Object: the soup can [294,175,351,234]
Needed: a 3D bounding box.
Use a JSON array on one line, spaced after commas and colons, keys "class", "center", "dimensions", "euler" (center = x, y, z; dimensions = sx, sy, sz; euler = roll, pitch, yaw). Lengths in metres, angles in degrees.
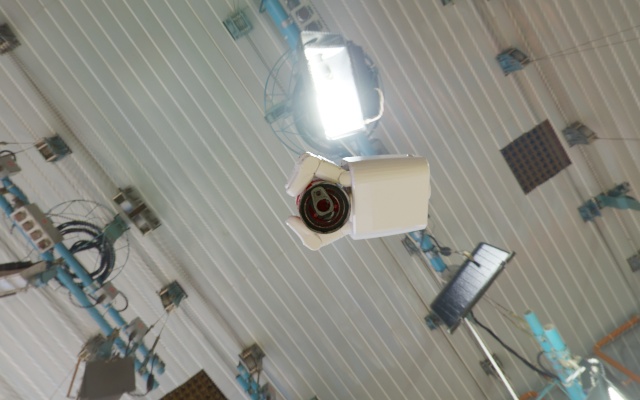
[{"class": "soup can", "center": [0.000, 0.002, 0.660], "dimensions": [0.068, 0.068, 0.102], "euler": [0, 9, -7]}]
